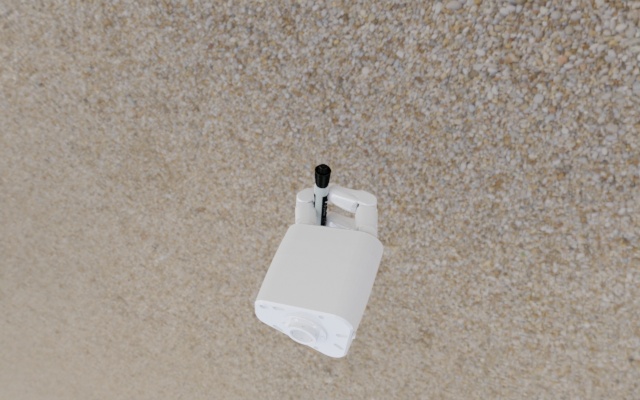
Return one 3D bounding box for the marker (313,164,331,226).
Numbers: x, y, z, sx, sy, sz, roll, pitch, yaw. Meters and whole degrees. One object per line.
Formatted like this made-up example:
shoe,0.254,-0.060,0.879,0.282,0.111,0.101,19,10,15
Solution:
marker,0.000,0.002,0.572,0.020,0.020,0.121,0,-41,-4
